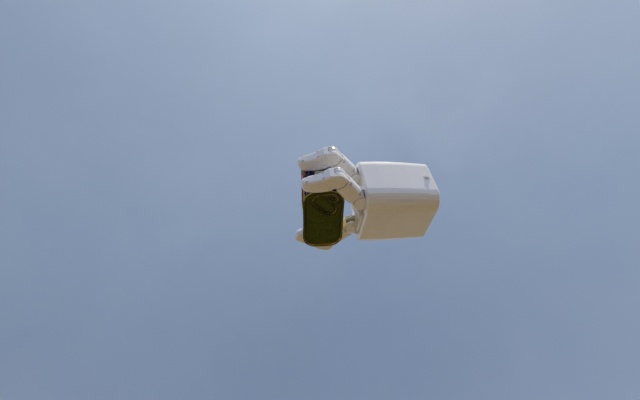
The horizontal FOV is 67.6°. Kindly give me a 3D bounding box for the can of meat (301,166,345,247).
[{"bbox_3d":[0.000,0.002,0.703,0.057,0.102,0.084,-3,39,-5],"label":"can of meat"}]
